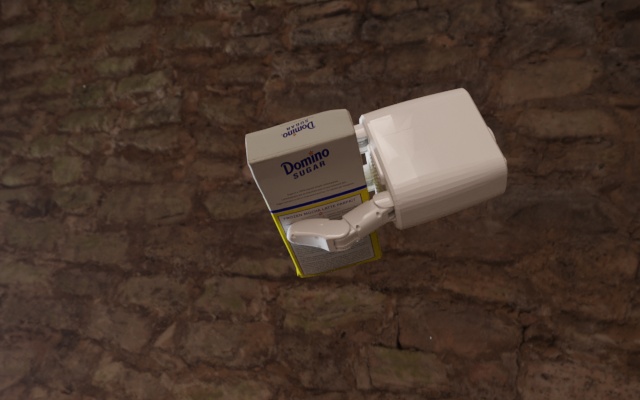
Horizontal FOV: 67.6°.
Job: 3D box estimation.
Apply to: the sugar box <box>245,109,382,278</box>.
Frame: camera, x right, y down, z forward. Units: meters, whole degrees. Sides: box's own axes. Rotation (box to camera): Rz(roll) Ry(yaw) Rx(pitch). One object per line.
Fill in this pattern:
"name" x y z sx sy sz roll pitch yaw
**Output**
"sugar box" 0.000 0.001 0.456 0.093 0.176 0.048 -15 44 2
